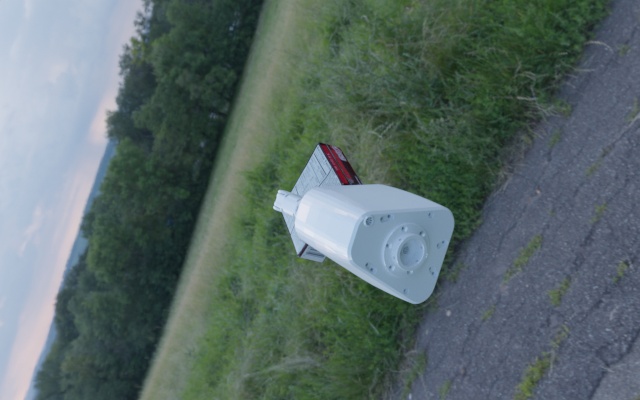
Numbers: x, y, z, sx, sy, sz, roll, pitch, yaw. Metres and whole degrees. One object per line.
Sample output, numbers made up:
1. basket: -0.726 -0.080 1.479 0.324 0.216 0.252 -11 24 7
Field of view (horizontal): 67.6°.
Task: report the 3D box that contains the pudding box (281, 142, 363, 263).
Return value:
1. pudding box: 0.000 0.002 0.566 0.039 0.113 0.090 15 31 -31
